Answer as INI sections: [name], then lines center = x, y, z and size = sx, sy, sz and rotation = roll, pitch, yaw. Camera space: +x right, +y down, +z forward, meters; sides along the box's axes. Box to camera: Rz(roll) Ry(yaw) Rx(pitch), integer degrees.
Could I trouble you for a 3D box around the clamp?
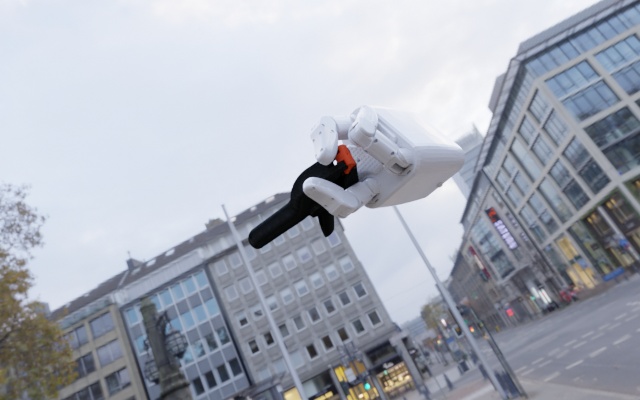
[clamp]
center = 0.000, 0.001, 0.561
size = 0.120, 0.039, 0.171
rotation = -7, -29, -45
